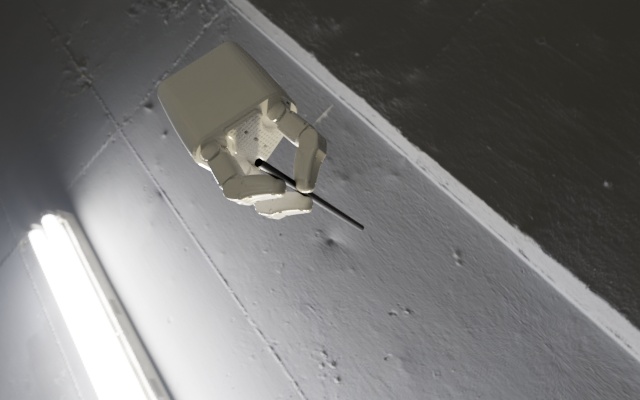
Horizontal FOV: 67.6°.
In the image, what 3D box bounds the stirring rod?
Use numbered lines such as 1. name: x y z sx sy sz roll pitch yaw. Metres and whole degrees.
1. stirring rod: 0.000 0.002 0.497 0.011 0.011 0.239 0 -16 26
